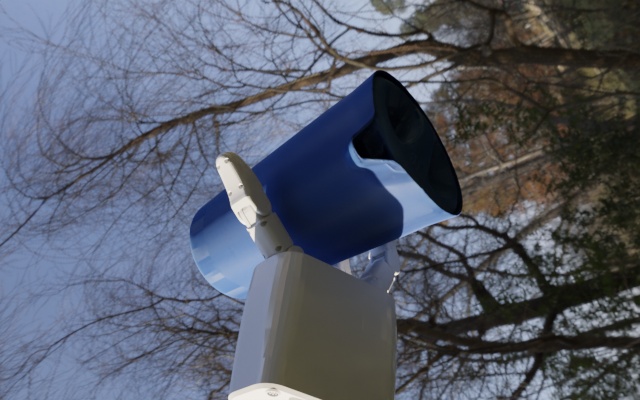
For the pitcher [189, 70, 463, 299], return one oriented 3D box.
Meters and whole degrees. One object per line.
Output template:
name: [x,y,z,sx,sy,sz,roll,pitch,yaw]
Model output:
pitcher: [0.000,0.002,0.450,0.243,0.145,0.149,-29,-55,29]
